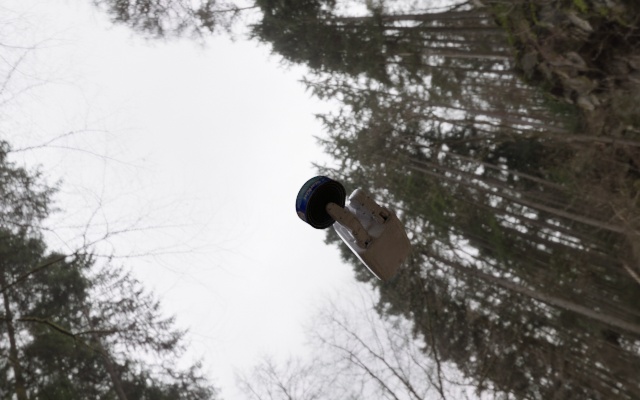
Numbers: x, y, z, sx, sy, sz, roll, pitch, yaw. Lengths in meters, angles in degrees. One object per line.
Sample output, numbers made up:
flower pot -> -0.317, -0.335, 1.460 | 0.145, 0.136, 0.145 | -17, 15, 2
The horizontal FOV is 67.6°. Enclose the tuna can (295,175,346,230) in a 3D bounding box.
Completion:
tuna can -> 0.000, 0.002, 0.783 | 0.086, 0.086, 0.033 | 0, 20, -43
